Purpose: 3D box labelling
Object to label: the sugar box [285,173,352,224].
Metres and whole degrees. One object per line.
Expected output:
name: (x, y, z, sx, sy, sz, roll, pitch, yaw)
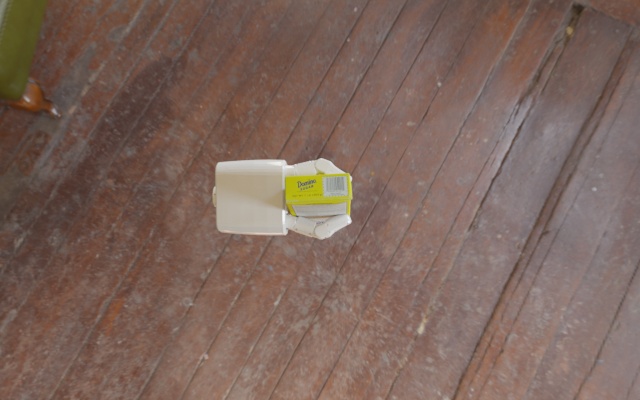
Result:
sugar box: (0.000, 0.002, 0.738, 0.093, 0.048, 0.176, -2, -11, 1)
